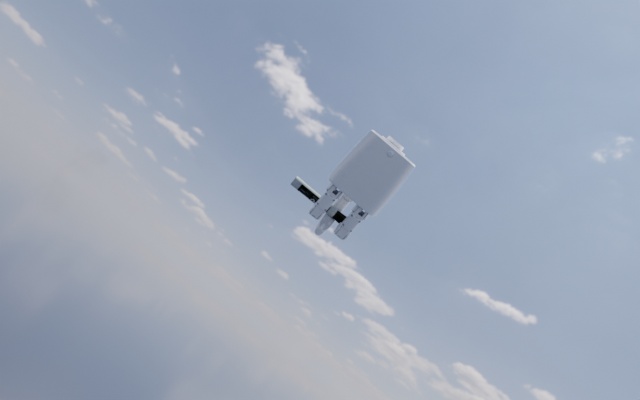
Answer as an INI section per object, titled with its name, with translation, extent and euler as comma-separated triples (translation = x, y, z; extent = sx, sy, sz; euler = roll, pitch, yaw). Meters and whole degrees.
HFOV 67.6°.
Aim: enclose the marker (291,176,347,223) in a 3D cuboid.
[marker]
translation = 0.000, 0.003, 0.830
extent = 0.121, 0.020, 0.020
euler = 39, -3, -4
